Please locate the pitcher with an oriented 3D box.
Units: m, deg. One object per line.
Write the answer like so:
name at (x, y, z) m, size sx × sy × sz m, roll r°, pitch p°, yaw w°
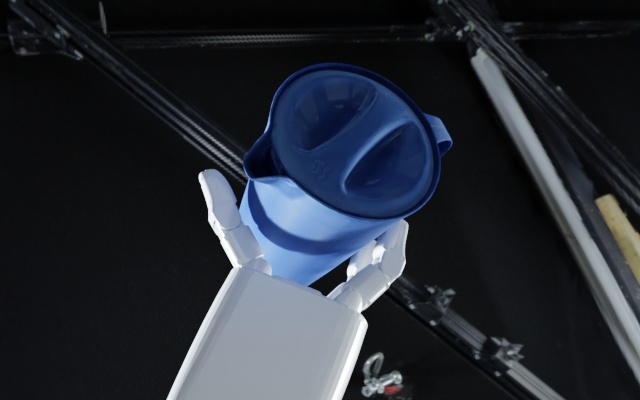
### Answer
pitcher at (0.000, 0.002, 0.441) m, size 0.149 × 0.145 × 0.243 m, roll 27°, pitch -32°, yaw -7°
